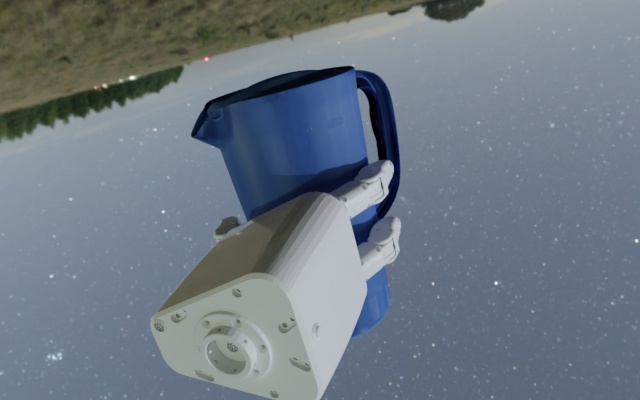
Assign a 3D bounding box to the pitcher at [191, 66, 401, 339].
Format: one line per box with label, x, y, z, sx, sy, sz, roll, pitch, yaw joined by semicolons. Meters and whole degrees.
pitcher;0.000;0.002;0.449;0.149;0.243;0.145;-8;21;19
